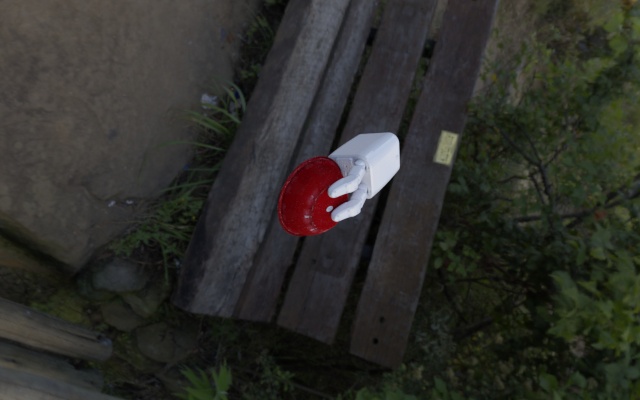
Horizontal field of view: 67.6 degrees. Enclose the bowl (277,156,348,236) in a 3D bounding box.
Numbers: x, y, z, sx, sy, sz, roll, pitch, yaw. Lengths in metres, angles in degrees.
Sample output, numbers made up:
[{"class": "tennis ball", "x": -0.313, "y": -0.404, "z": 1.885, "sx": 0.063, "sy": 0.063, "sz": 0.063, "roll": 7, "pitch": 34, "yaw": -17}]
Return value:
[{"class": "bowl", "x": 0.000, "y": 0.004, "z": 0.878, "sx": 0.162, "sy": 0.162, "sz": 0.055, "roll": 0, "pitch": 22, "yaw": -46}]
